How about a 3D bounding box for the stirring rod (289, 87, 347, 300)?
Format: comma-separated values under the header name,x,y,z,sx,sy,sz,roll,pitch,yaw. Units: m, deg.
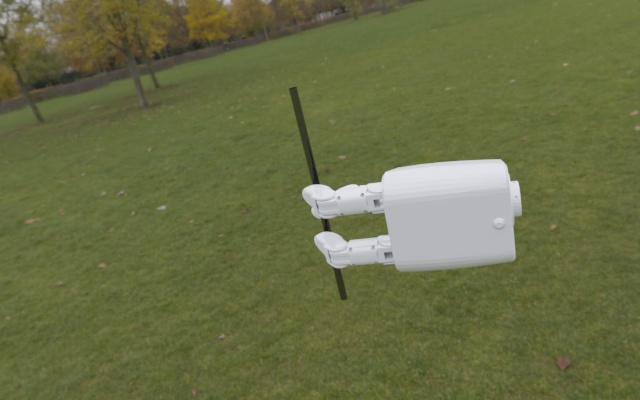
name,x,y,z,sx,sy,sz,roll,pitch,yaw
stirring rod,0.000,0.002,0.499,0.011,0.240,0.011,-12,21,5
